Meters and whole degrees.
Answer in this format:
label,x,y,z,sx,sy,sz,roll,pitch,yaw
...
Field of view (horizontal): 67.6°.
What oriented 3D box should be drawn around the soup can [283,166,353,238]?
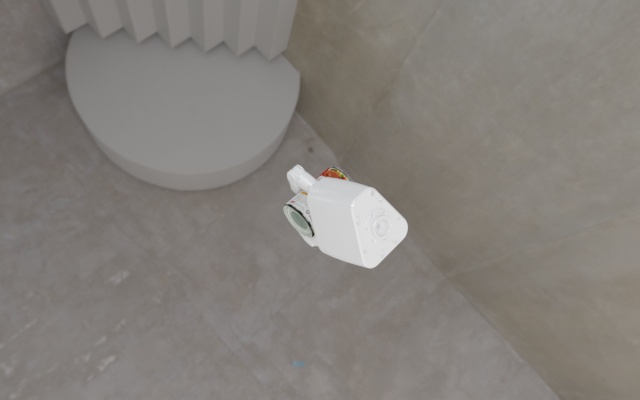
label,x,y,z,sx,sy,sz,roll,pitch,yaw
soup can,0.000,0.002,0.756,0.102,0.068,0.068,-41,18,-22
